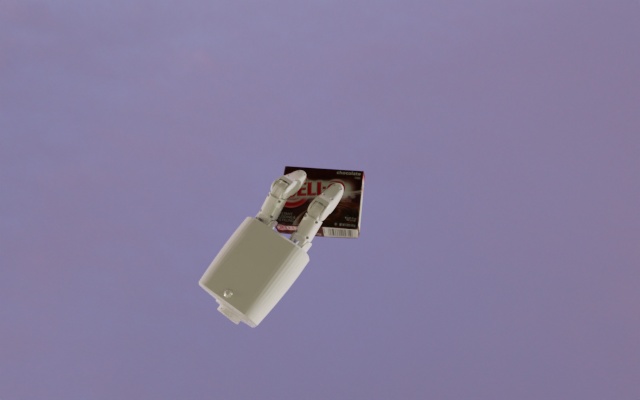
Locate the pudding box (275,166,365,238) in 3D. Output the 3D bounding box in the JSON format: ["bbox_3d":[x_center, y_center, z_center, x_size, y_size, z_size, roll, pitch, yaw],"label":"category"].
[{"bbox_3d":[0.000,0.002,0.646,0.113,0.090,0.039,5,-27,6],"label":"pudding box"}]
